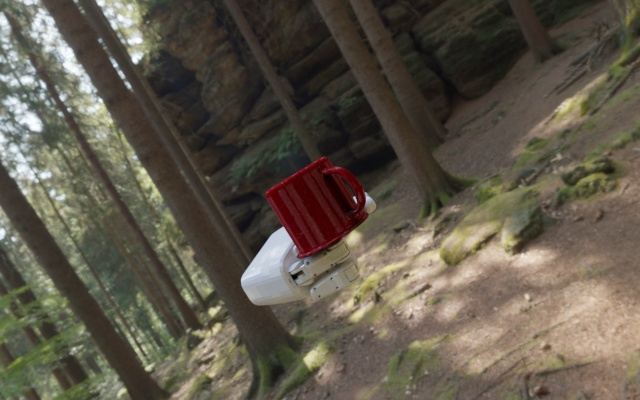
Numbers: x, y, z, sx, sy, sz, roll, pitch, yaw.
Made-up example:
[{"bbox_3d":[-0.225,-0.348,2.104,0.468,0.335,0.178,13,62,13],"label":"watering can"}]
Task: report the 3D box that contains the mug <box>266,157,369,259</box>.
[{"bbox_3d":[0.001,0.001,0.517,0.093,0.081,0.117,-35,5,-41],"label":"mug"}]
